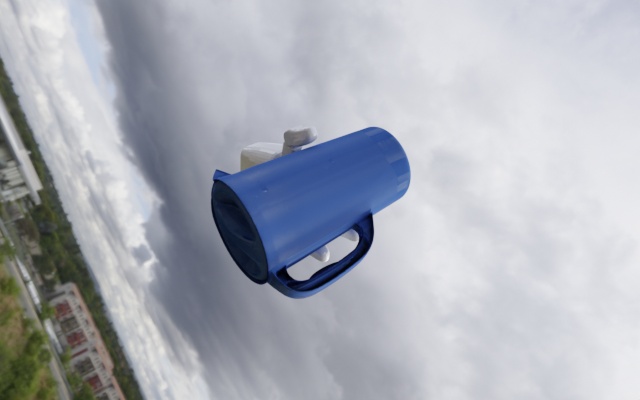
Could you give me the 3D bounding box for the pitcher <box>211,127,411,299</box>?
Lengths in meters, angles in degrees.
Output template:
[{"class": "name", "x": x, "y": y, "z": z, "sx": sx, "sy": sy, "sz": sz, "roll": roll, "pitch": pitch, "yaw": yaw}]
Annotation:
[{"class": "pitcher", "x": 0.000, "y": 0.002, "z": 0.596, "sx": 0.243, "sy": 0.149, "sz": 0.145, "roll": -26, "pitch": 23, "yaw": -28}]
